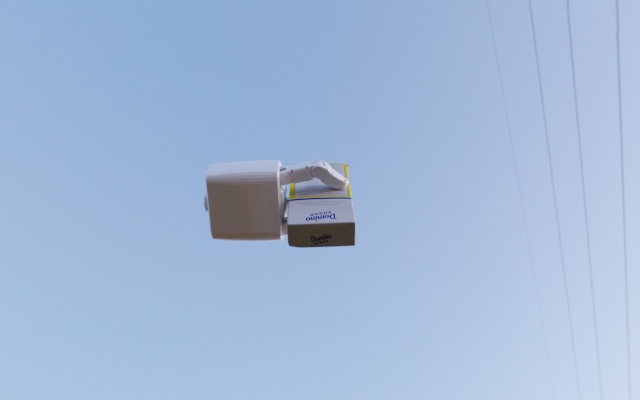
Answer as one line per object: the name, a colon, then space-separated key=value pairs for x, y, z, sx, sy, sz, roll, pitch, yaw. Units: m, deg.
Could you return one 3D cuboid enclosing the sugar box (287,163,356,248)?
sugar box: x=0.000 y=0.003 z=0.706 sx=0.093 sy=0.048 sz=0.176 roll=-1 pitch=33 yaw=1
